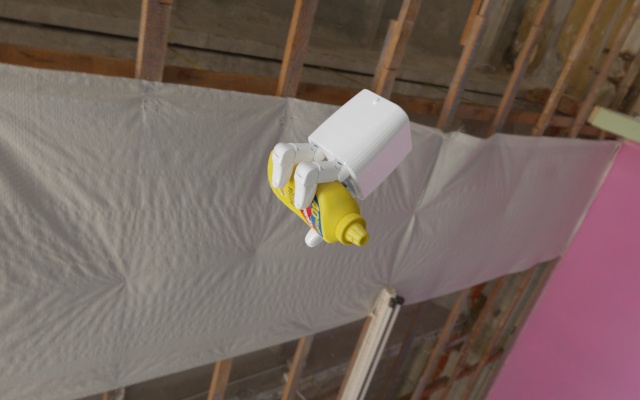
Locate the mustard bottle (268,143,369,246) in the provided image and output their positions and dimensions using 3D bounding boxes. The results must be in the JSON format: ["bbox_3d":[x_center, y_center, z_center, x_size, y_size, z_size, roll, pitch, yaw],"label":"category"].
[{"bbox_3d":[0.000,0.002,0.642,0.058,0.096,0.191,-26,43,-24],"label":"mustard bottle"}]
